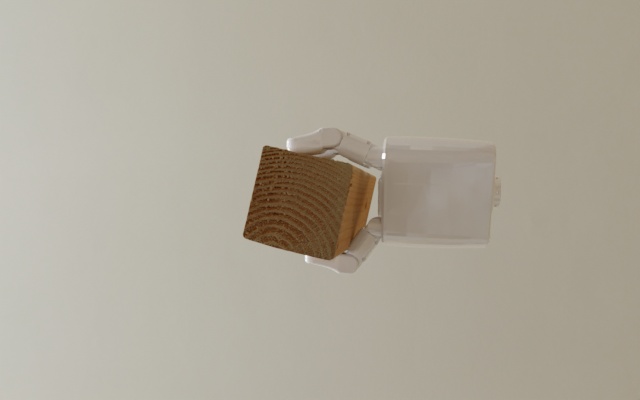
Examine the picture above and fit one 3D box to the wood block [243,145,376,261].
[{"bbox_3d":[0.000,0.002,0.529,0.090,0.091,0.206,13,2,12],"label":"wood block"}]
